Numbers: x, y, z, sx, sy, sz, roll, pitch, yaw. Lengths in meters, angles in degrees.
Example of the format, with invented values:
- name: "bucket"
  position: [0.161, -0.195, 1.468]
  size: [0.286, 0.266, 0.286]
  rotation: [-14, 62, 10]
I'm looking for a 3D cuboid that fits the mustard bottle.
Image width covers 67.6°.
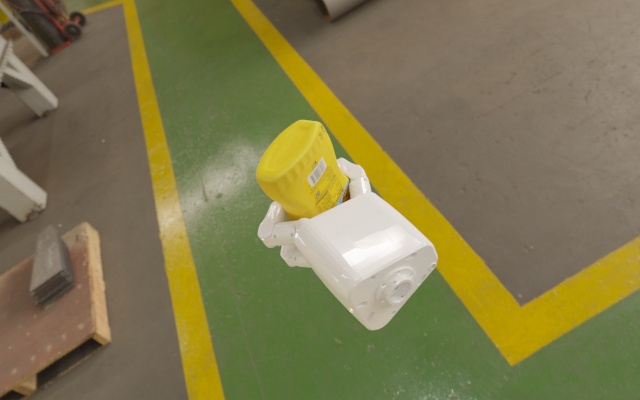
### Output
- name: "mustard bottle"
  position: [0.000, 0.002, 0.581]
  size: [0.058, 0.096, 0.192]
  rotation: [13, -32, 37]
